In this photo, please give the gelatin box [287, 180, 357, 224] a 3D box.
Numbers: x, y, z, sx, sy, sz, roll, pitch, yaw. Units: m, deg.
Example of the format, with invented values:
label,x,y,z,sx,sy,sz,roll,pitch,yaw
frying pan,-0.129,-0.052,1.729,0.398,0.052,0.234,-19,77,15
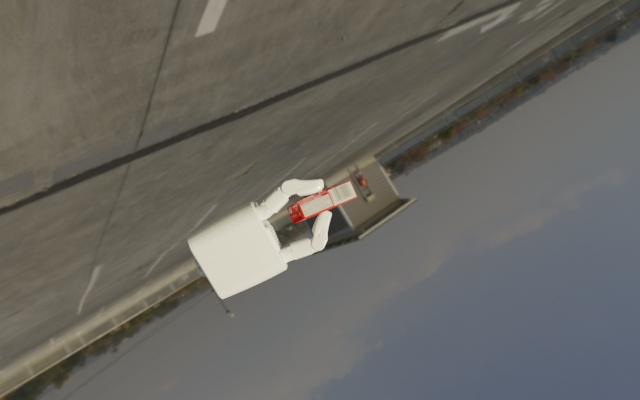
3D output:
label,x,y,z,sx,sy,sz,roll,pitch,yaw
gelatin box,0.001,0.003,0.707,0.089,0.030,0.073,-23,-1,-15
